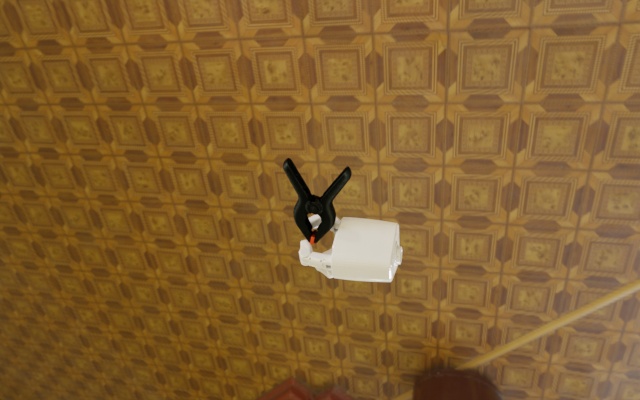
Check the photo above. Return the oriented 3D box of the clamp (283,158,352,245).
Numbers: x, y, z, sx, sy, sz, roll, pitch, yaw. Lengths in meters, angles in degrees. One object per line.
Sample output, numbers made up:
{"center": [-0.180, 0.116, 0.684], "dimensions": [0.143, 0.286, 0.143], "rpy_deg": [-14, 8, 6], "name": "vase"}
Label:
{"center": [0.000, 0.003, 0.860], "dimensions": [0.120, 0.172, 0.039], "rpy_deg": [4, 33, 18], "name": "clamp"}
